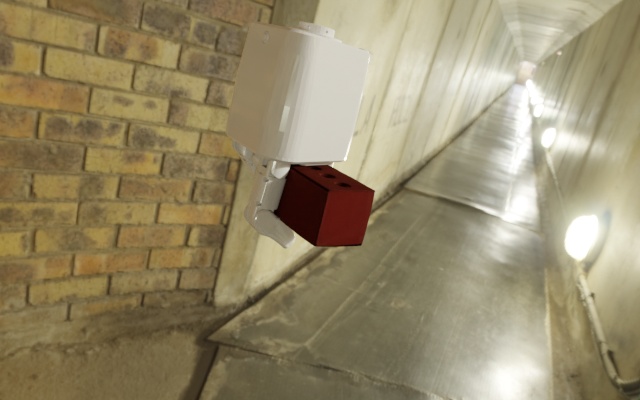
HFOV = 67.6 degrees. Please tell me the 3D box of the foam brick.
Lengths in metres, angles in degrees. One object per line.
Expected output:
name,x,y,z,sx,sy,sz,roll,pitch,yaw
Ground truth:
foam brick,0.000,0.002,0.419,0.053,0.051,0.078,2,21,-38
